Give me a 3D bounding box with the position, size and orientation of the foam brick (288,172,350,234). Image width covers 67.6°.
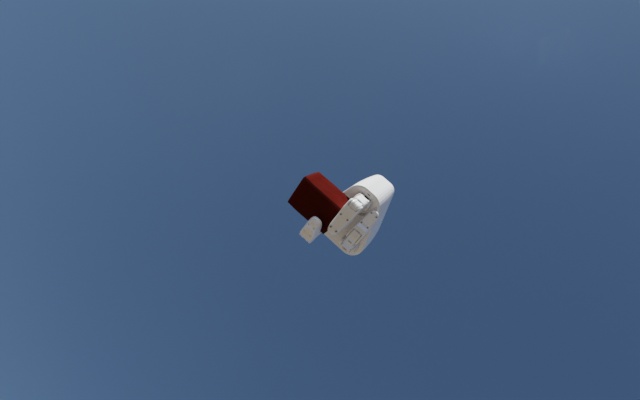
[{"bbox_3d":[0.000,0.002,0.733,0.078,0.053,0.051,42,27,8],"label":"foam brick"}]
